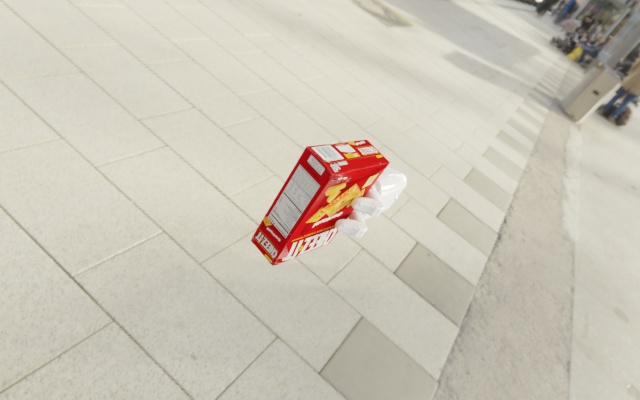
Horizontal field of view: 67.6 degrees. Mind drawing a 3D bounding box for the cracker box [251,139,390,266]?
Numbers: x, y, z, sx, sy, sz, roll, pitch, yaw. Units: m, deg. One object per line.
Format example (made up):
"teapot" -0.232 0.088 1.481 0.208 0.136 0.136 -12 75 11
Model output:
"cracker box" 0.000 0.002 0.807 0.072 0.214 0.164 48 35 21
